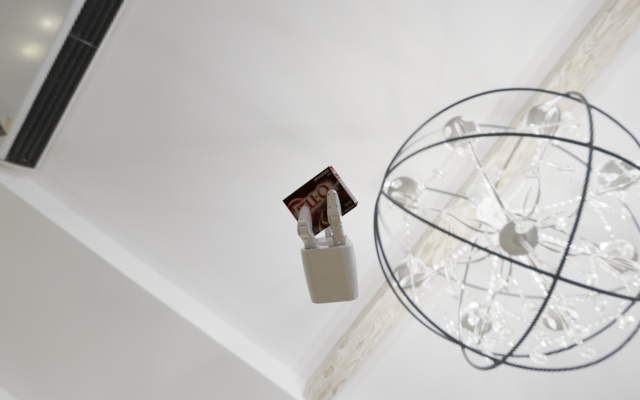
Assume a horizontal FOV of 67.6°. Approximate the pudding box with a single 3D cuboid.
[{"bbox_3d":[0.000,0.003,0.881,0.113,0.090,0.039,-36,1,13],"label":"pudding box"}]
